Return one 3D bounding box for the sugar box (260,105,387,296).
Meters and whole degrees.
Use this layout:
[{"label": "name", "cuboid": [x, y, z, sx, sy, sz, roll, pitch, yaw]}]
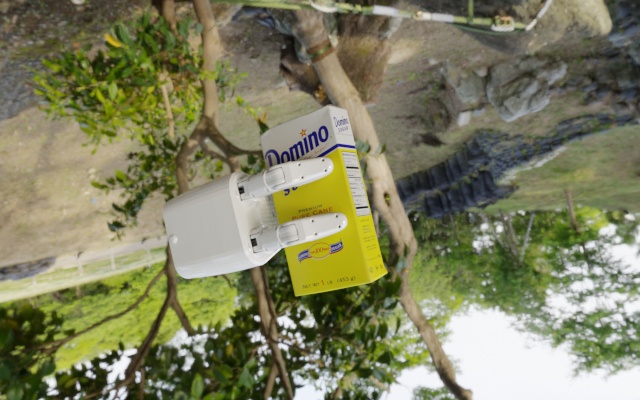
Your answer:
[{"label": "sugar box", "cuboid": [0.000, 0.002, 0.489, 0.093, 0.176, 0.048, -17, -4, 30]}]
